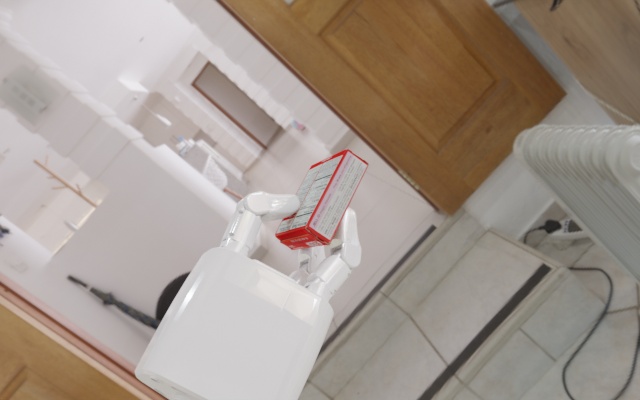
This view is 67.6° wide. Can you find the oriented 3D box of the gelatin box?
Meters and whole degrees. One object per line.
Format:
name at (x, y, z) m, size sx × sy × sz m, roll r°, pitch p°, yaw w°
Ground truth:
gelatin box at (0.000, 0.001, 0.447) m, size 0.030 × 0.089 × 0.073 m, roll 34°, pitch -23°, yaw -18°
